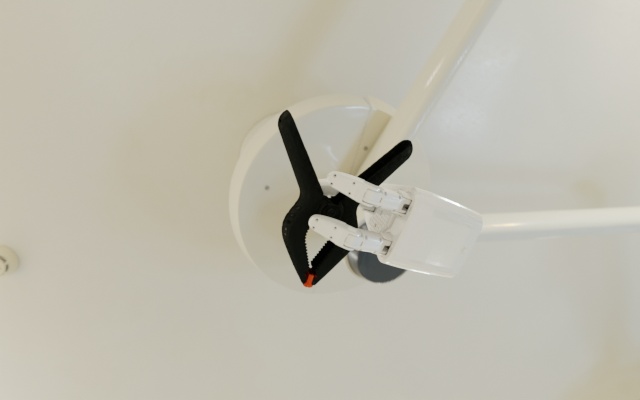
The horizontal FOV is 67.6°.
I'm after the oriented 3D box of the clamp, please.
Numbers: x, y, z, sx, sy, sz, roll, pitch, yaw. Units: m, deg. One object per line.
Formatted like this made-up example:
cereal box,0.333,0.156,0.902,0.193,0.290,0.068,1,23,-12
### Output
clamp,0.000,0.002,0.564,0.164,0.210,0.036,18,14,-20
